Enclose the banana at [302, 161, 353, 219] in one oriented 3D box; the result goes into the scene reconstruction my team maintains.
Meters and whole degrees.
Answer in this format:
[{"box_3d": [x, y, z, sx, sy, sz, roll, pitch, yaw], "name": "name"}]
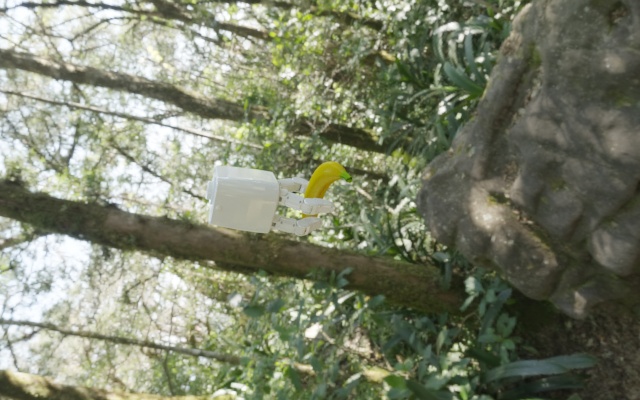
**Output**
[{"box_3d": [-0.001, -0.015, 0.864, 0.037, 0.069, 0.198, 4, -31, -21], "name": "banana"}]
